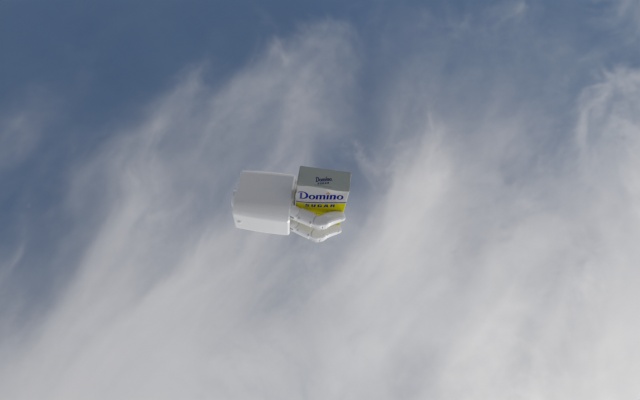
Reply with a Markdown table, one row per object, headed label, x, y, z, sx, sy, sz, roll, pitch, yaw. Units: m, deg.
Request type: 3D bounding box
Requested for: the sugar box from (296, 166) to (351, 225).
| label | x | y | z | sx | sy | sz | roll | pitch | yaw |
| --- | --- | --- | --- | --- | --- | --- | --- | --- | --- |
| sugar box | 0.000 | 0.003 | 0.894 | 0.093 | 0.048 | 0.176 | 7 | -26 | 0 |
